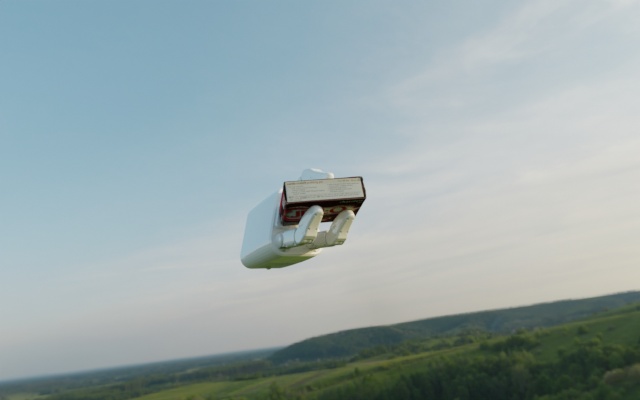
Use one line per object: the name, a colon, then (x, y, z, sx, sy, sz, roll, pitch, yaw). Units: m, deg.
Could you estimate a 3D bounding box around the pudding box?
pudding box: (0.000, 0.002, 0.678, 0.113, 0.039, 0.090, -6, -20, -10)
